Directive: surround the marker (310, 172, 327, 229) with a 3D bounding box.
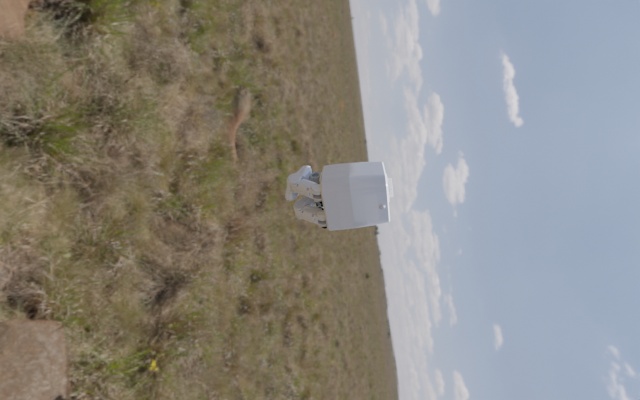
[{"bbox_3d":[0.000,0.003,0.847,0.020,0.121,0.020,-7,38,5],"label":"marker"}]
